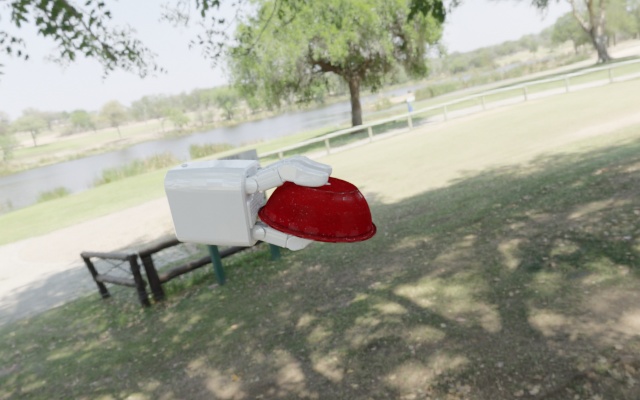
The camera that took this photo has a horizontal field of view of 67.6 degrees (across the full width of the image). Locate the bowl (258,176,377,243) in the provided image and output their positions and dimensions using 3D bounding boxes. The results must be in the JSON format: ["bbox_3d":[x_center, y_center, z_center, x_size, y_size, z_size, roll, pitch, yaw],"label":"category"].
[{"bbox_3d":[0.001,0.002,0.636,0.162,0.055,0.162,9,15,-2],"label":"bowl"}]
